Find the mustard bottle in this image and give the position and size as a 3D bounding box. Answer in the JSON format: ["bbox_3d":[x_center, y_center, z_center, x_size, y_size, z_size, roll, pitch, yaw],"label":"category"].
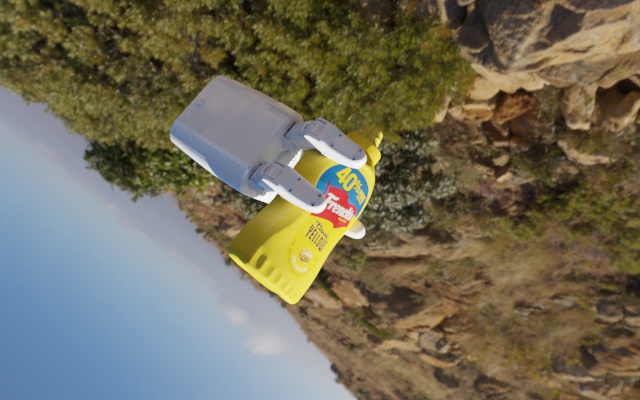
[{"bbox_3d":[0.000,0.002,0.469,0.058,0.191,0.096,24,-19,42],"label":"mustard bottle"}]
